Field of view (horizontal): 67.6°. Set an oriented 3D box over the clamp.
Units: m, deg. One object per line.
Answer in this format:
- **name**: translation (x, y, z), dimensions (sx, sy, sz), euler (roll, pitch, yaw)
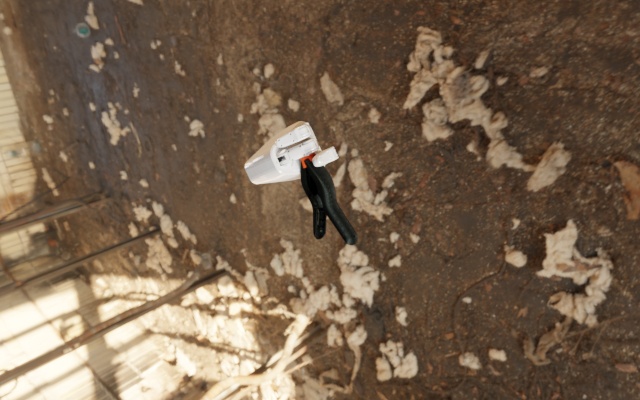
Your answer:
- **clamp**: translation (0.000, 0.003, 0.852), dimensions (0.039, 0.171, 0.120), euler (-24, 6, -36)
